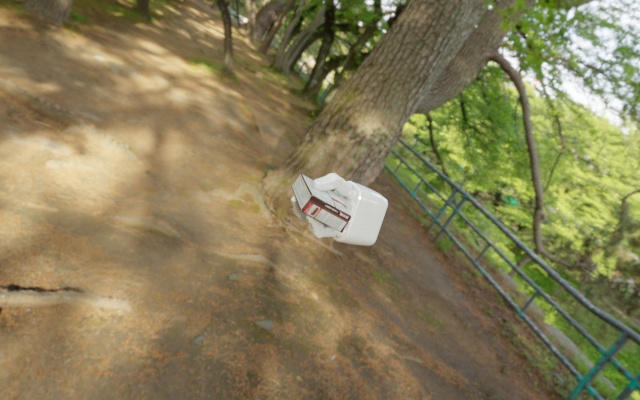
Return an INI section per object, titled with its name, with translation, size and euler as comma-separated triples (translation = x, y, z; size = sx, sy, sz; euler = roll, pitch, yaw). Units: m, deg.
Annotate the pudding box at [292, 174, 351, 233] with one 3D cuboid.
[pudding box]
translation = 0.000, 0.003, 0.865
size = 0.090, 0.039, 0.113
euler = 28, 13, -22
